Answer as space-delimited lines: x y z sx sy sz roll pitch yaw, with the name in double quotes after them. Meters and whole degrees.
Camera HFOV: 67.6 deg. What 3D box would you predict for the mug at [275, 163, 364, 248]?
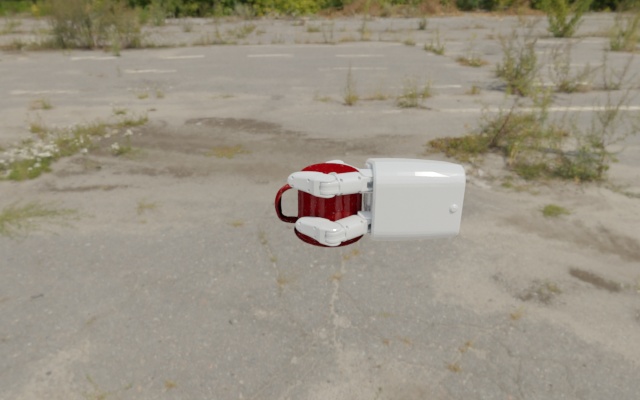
-0.001 0.002 0.610 0.117 0.081 0.093 0 25 0 "mug"
